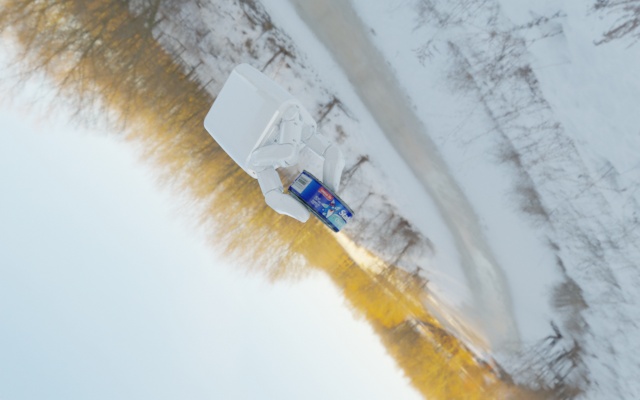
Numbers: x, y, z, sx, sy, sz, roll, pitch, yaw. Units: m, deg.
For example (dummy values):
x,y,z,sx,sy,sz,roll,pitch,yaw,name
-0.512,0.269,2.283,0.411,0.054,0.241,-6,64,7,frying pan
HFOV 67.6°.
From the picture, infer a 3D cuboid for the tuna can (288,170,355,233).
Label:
x,y,z,sx,sy,sz,roll,pitch,yaw,name
0.000,0.002,0.597,0.086,0.034,0.086,41,-4,3,tuna can
